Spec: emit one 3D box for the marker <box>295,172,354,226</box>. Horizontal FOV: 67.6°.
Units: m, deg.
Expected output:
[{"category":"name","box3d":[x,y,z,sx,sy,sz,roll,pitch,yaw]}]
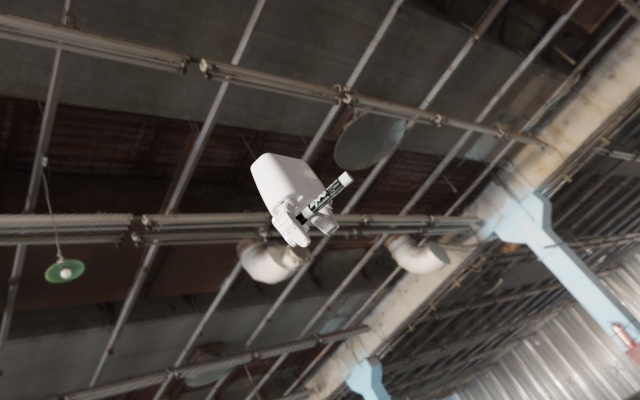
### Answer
[{"category":"marker","box3d":[0.000,0.002,0.725,0.121,0.020,0.020,-42,-12,14]}]
